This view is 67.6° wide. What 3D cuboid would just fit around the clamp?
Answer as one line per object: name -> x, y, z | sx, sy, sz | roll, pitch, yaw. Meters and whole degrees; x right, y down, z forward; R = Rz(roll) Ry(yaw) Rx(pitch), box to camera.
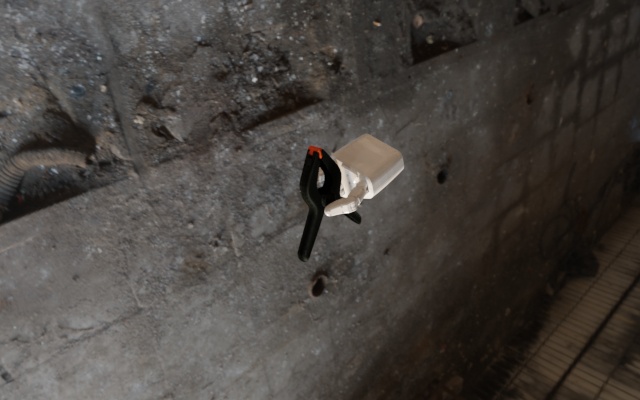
clamp -> 0.001, 0.003, 0.878 | 0.036, 0.210, 0.164 | 20, 48, 42
